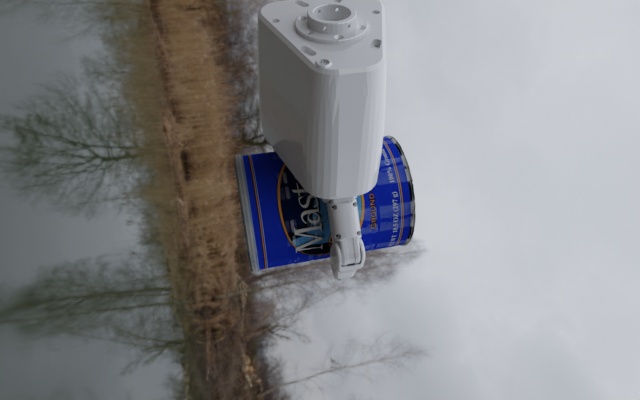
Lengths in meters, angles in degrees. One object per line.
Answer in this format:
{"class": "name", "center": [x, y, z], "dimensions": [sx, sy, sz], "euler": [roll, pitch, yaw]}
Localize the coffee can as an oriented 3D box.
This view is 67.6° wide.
{"class": "coffee can", "center": [0.000, 0.002, 0.427], "dimensions": [0.140, 0.103, 0.103], "euler": [-9, 1, -9]}
